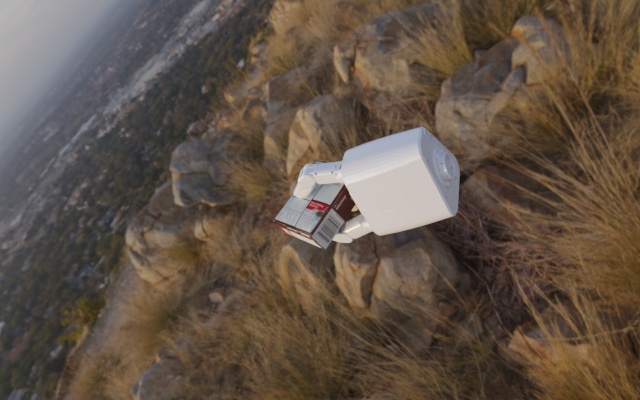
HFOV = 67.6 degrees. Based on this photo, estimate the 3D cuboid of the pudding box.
[{"bbox_3d":[0.000,0.002,0.651,0.090,0.113,0.039,16,-24,51],"label":"pudding box"}]
